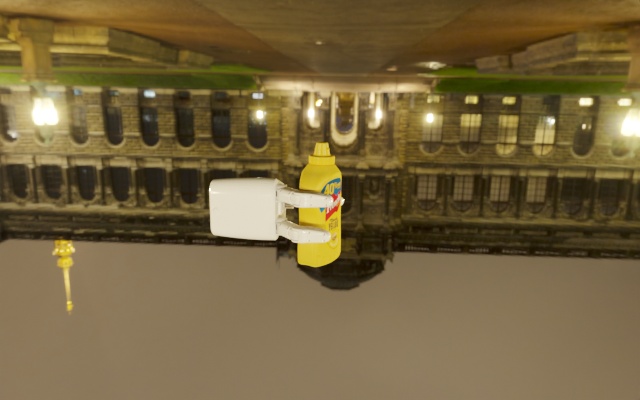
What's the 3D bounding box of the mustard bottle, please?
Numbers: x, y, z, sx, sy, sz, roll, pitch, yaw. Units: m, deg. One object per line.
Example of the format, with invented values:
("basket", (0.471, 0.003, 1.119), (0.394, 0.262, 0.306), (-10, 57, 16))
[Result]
("mustard bottle", (0.000, 0.003, 0.766), (0.058, 0.192, 0.096), (8, 15, 28))
